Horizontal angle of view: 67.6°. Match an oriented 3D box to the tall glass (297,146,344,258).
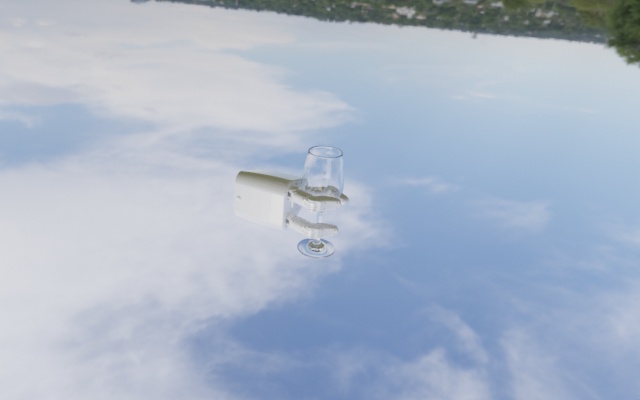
[{"bbox_3d":[0.000,0.004,0.886,0.079,0.201,0.079,5,26,-2],"label":"tall glass"}]
